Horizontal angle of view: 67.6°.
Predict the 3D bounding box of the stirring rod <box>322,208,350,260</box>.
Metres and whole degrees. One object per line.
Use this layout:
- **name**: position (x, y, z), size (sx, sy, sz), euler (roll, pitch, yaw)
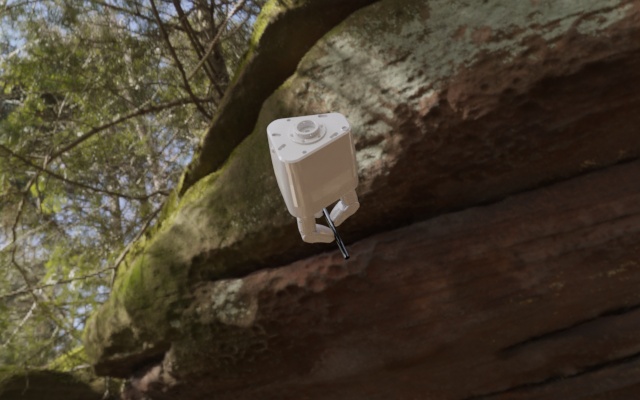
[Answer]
- **stirring rod**: position (0.000, 0.003, 0.774), size (0.011, 0.011, 0.239), euler (0, 42, -26)
